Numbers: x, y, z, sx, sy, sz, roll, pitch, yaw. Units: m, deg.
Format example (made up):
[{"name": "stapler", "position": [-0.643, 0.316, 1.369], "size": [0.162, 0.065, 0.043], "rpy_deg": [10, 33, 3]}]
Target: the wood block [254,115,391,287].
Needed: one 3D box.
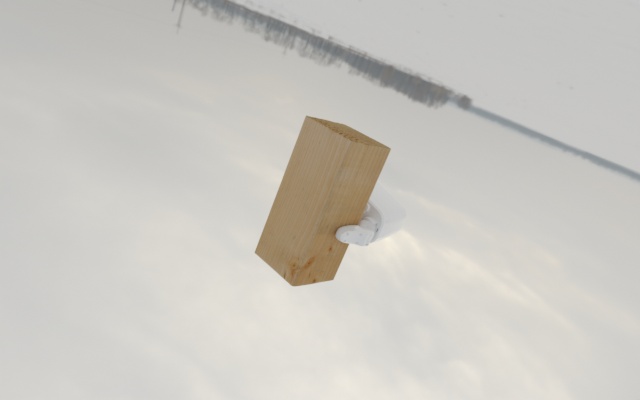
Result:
[{"name": "wood block", "position": [0.001, 0.002, 0.650], "size": [0.090, 0.206, 0.090], "rpy_deg": [34, 20, 36]}]
